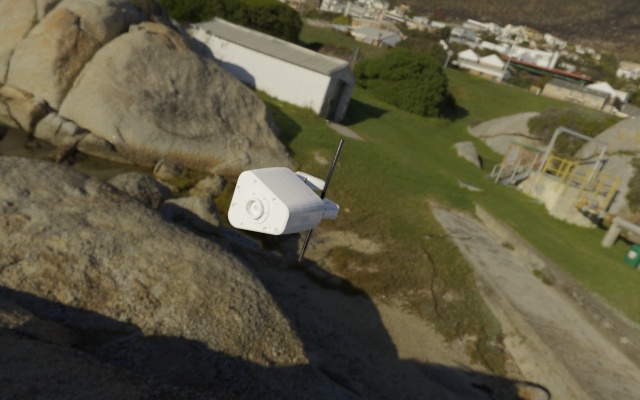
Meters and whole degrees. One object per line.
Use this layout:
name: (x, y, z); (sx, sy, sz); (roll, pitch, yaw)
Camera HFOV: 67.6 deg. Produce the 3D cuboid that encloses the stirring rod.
stirring rod: (0.000, 0.003, 0.864); (0.011, 0.239, 0.011); (18, 15, -5)
